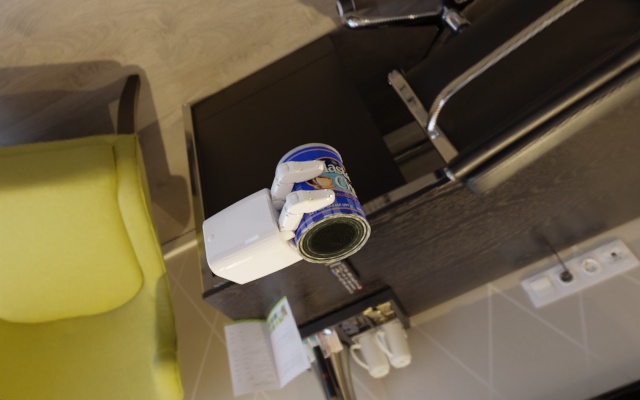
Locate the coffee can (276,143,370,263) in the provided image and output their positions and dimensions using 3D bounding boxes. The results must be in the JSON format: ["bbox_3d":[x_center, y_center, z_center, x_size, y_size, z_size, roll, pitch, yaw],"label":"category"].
[{"bbox_3d":[0.000,0.002,0.679,0.103,0.140,0.103,-11,-41,-10],"label":"coffee can"}]
